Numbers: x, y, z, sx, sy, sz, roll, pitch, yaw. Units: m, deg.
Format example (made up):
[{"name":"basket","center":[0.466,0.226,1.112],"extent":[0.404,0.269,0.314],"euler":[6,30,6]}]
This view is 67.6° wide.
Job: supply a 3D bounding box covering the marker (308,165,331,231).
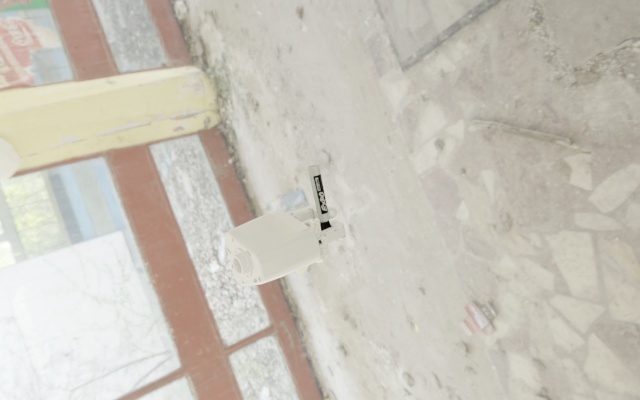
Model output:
[{"name":"marker","center":[0.000,0.003,0.772],"extent":[0.020,0.121,0.020],"euler":[-11,13,3]}]
